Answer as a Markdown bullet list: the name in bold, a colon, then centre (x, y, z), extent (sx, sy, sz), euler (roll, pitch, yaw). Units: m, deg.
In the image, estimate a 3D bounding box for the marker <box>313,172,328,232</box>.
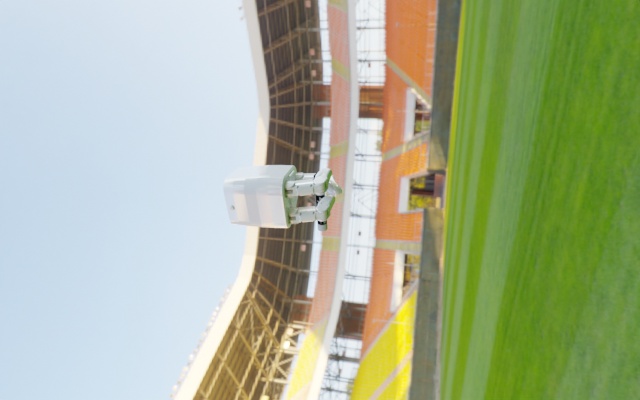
- **marker**: centre (0.000, 0.003, 0.860), extent (0.020, 0.121, 0.020), euler (-3, 34, 2)
